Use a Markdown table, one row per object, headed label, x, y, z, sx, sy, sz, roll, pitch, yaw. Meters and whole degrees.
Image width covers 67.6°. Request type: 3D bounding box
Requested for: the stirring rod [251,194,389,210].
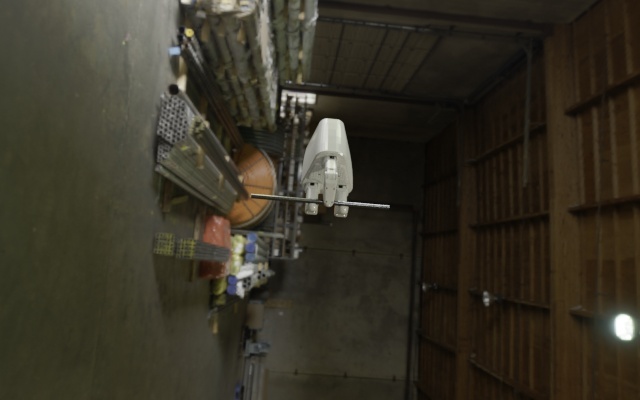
| label | x | y | z | sx | sy | sz | roll | pitch | yaw |
| --- | --- | --- | --- | --- | --- | --- | --- | --- | --- |
| stirring rod | 0.000 | 0.003 | 0.830 | 0.239 | 0.011 | 0.011 | 5 | 0 | -3 |
